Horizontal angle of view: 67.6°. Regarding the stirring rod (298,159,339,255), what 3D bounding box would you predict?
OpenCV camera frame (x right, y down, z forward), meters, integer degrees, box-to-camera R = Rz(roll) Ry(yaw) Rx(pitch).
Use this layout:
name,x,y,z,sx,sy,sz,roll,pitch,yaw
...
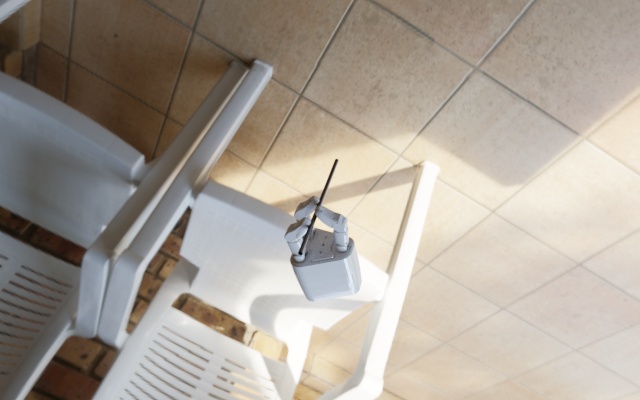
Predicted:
name,x,y,z,sx,sy,sz,roll,pitch,yaw
stirring rod,0.000,0.003,0.816,0.011,0.011,0.239,0,41,20
